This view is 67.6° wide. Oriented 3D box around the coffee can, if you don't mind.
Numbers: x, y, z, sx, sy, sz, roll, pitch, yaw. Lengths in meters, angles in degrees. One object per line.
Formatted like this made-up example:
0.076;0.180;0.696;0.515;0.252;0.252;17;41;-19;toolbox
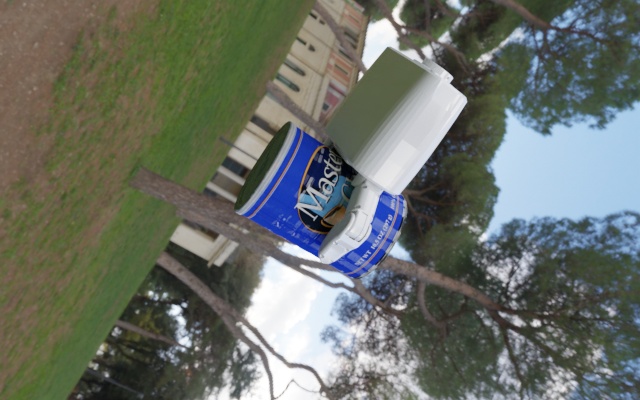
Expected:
0.000;0.002;0.480;0.140;0.103;0.103;32;-10;-16;coffee can
